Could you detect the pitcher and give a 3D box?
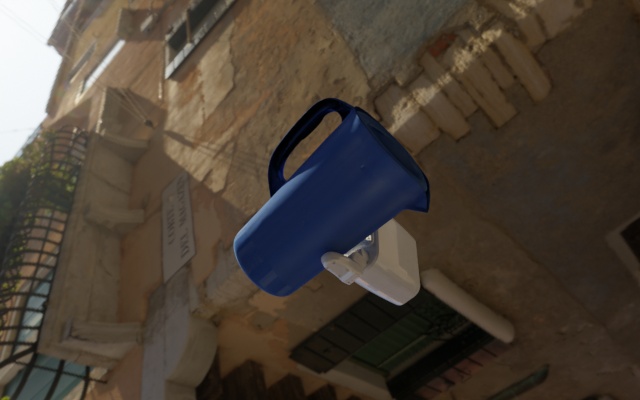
[{"bbox_3d":[0.000,0.002,0.599,0.145,0.243,0.149,36,22,-33],"label":"pitcher"}]
